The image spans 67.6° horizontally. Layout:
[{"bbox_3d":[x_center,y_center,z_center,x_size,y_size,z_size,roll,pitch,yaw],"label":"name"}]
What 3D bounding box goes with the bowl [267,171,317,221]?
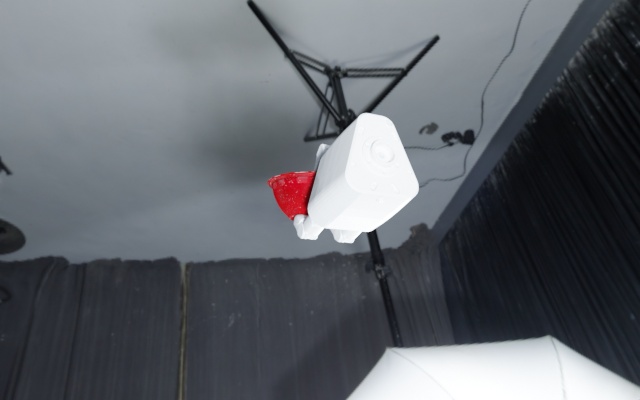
[{"bbox_3d":[0.000,0.003,0.716,0.162,0.055,0.162,2,-11,0],"label":"bowl"}]
